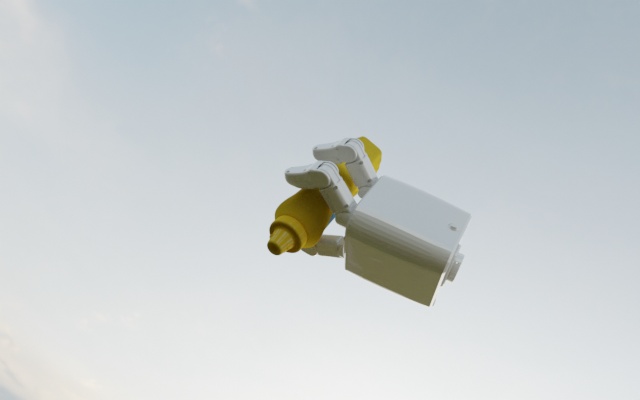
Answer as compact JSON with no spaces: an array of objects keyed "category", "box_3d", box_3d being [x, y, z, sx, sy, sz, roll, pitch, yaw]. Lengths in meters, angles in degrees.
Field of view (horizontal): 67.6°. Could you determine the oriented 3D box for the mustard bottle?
[{"category":"mustard bottle","box_3d":[0.000,0.001,0.550,0.191,0.058,0.096,-46,-2,-46]}]
